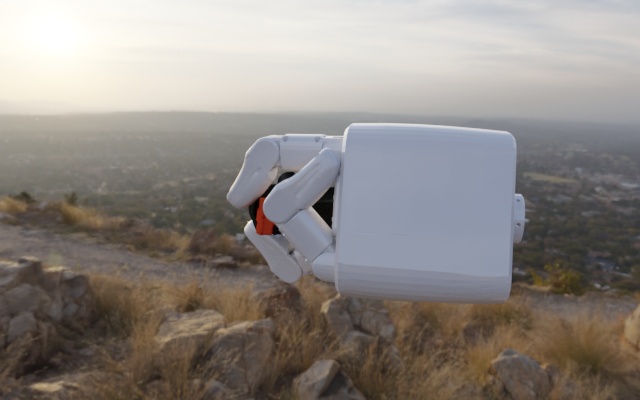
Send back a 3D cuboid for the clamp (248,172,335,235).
[{"bbox_3d":[0.000,0.001,0.414,0.120,0.039,0.171,2,12,12],"label":"clamp"}]
